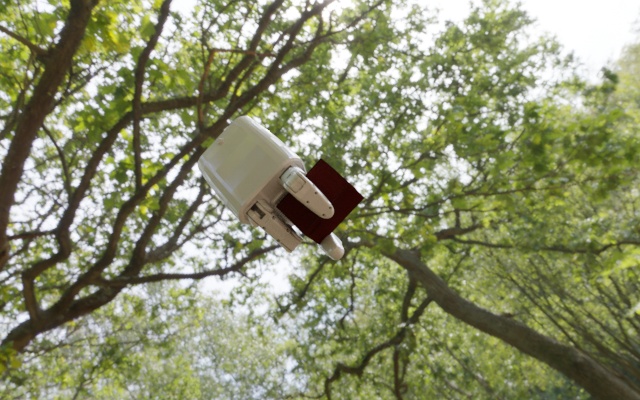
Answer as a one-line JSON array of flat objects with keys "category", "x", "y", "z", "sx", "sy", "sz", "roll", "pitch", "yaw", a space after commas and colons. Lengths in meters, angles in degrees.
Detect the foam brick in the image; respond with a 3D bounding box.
[{"category": "foam brick", "x": 0.000, "y": 0.002, "z": 0.547, "sx": 0.051, "sy": 0.078, "sz": 0.053, "roll": 44, "pitch": 1, "yaw": 30}]
